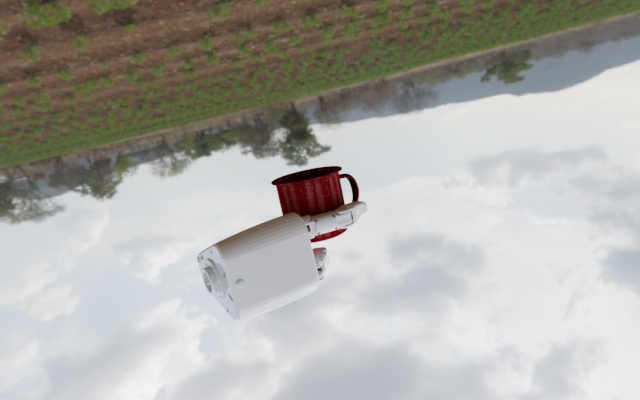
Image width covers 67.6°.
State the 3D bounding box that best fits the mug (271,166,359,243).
[{"bbox_3d":[0.001,0.002,0.624,0.117,0.081,0.093,-18,13,-28],"label":"mug"}]
